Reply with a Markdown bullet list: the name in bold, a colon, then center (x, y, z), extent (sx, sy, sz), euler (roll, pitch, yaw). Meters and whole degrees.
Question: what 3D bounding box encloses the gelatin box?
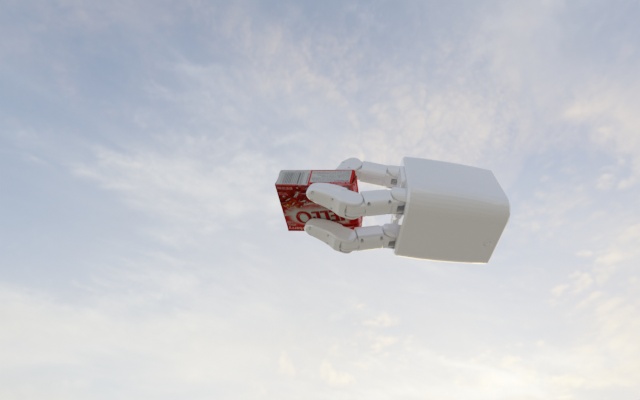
- **gelatin box**: center (0.000, 0.001, 0.539), extent (0.089, 0.073, 0.030), euler (1, 43, 15)
